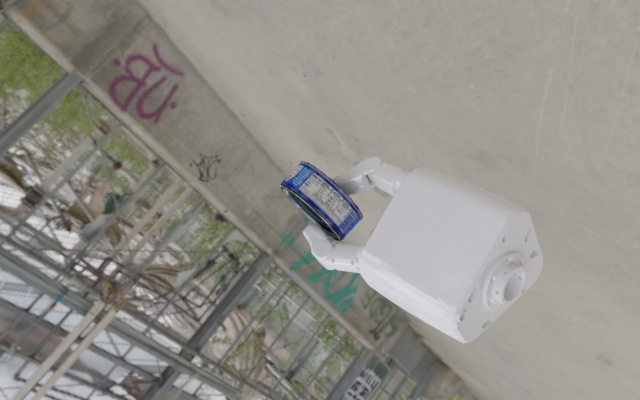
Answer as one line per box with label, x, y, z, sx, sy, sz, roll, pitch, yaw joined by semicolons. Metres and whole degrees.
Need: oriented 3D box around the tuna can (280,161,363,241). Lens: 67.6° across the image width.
tuna can;0.000;0.002;0.482;0.086;0.033;0.086;42;-9;8
